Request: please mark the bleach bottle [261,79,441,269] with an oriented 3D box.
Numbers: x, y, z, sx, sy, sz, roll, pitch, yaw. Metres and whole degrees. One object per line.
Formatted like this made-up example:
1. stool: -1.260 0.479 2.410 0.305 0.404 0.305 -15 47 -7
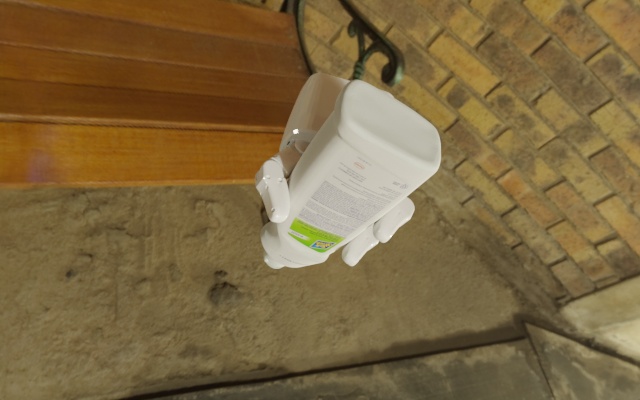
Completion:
1. bleach bottle: 0.000 0.002 0.470 0.102 0.068 0.251 27 -42 -17
